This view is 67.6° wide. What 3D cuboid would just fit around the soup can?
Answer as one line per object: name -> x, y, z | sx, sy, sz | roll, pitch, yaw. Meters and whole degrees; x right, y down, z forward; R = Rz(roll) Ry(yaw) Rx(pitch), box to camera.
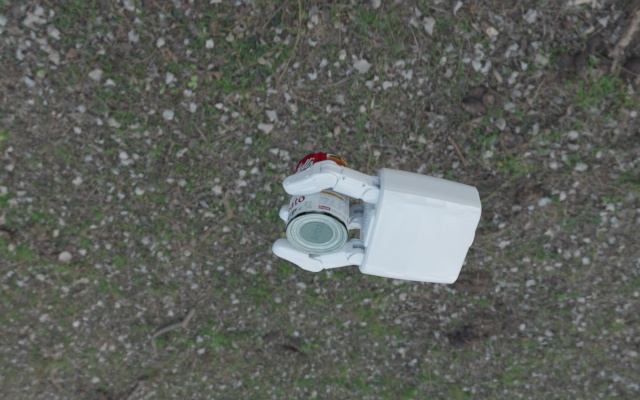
soup can -> 0.000, 0.002, 0.534 | 0.068, 0.069, 0.102 | 0, 44, 6
